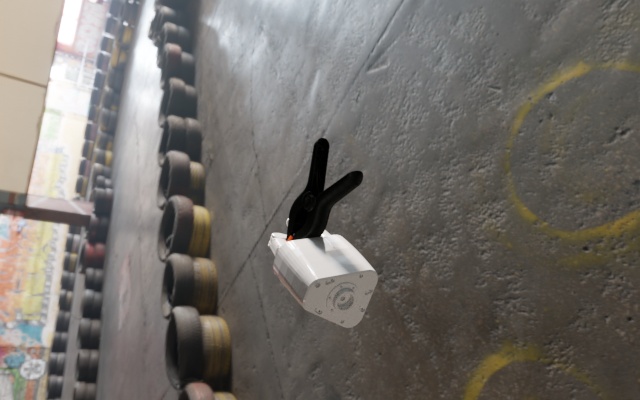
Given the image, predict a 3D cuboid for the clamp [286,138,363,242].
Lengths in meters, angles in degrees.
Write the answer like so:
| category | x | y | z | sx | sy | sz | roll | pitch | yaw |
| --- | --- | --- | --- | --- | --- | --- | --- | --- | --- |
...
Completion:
| category | x | y | z | sx | sy | sz | roll | pitch | yaw |
| --- | --- | --- | --- | --- | --- | --- | --- | --- | --- |
| clamp | -0.001 | 0.002 | 0.703 | 0.039 | 0.171 | 0.120 | 12 | 16 | -31 |
